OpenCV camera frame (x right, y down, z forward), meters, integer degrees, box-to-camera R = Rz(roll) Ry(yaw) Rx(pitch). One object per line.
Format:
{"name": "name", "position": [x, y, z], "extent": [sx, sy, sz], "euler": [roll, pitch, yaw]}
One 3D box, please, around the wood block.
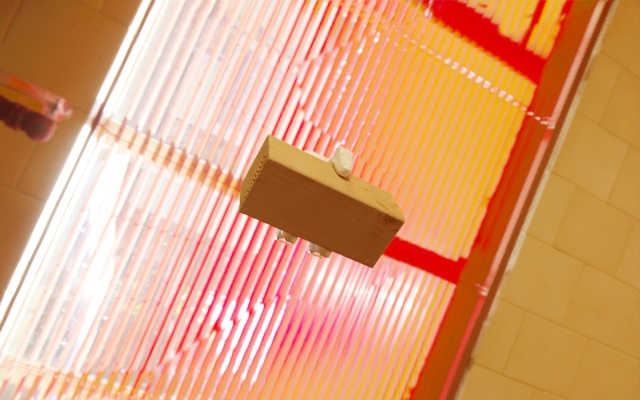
{"name": "wood block", "position": [0.000, 0.002, 0.665], "extent": [0.206, 0.091, 0.090], "euler": [24, 22, -18]}
